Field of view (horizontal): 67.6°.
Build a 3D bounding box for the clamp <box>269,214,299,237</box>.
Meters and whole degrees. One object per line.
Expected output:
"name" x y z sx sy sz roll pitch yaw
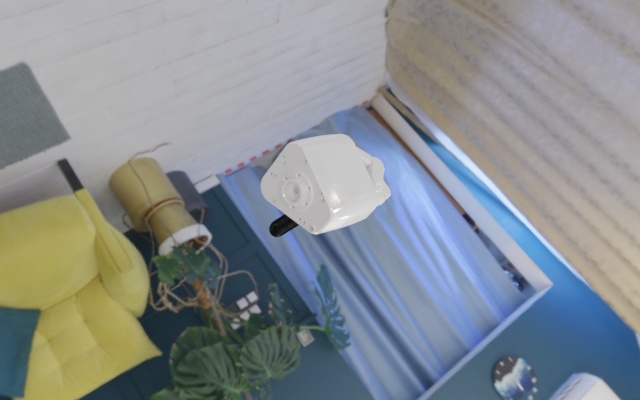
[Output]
"clamp" 0.001 0.003 0.718 0.120 0.039 0.171 -17 -27 -54
